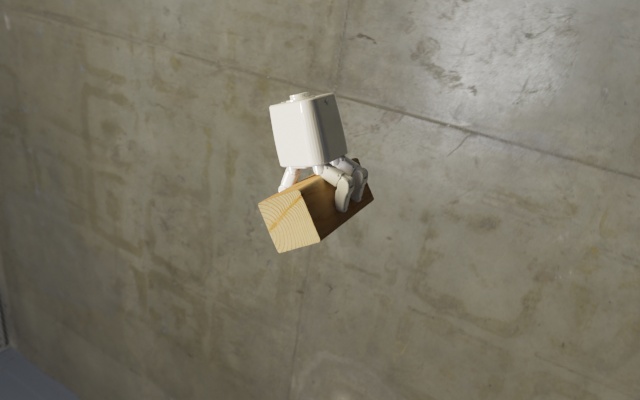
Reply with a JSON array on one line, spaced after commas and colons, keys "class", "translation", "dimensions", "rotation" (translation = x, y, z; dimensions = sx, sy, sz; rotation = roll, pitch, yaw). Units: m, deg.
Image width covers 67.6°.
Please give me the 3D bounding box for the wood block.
[{"class": "wood block", "translation": [0.000, 0.002, 0.825], "dimensions": [0.091, 0.090, 0.206], "rotation": [-18, 8, 35]}]
